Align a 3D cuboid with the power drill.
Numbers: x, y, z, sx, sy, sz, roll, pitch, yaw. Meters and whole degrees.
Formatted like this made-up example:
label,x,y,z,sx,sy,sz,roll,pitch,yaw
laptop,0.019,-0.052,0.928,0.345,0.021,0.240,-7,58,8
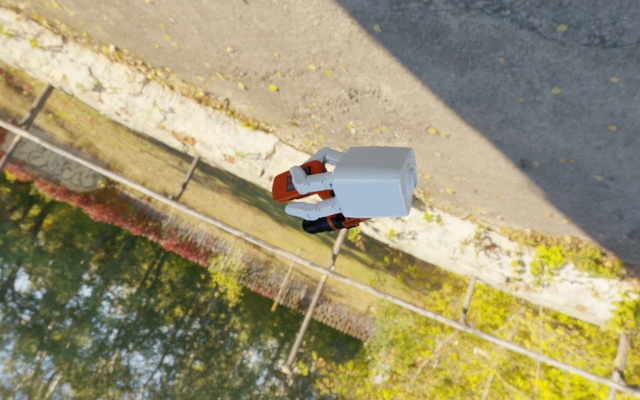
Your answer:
label,x,y,z,sx,sy,sz,roll,pitch,yaw
power drill,0.000,0.003,0.865,0.184,0.057,0.188,-20,-32,31
